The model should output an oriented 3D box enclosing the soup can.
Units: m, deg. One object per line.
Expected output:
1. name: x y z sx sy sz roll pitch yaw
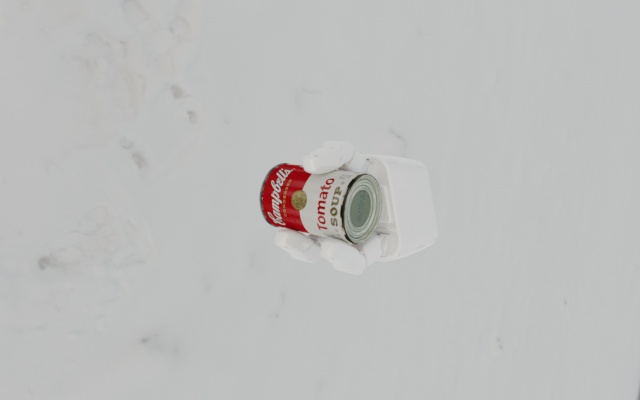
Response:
1. soup can: 0.000 0.001 0.467 0.102 0.068 0.068 10 6 36
